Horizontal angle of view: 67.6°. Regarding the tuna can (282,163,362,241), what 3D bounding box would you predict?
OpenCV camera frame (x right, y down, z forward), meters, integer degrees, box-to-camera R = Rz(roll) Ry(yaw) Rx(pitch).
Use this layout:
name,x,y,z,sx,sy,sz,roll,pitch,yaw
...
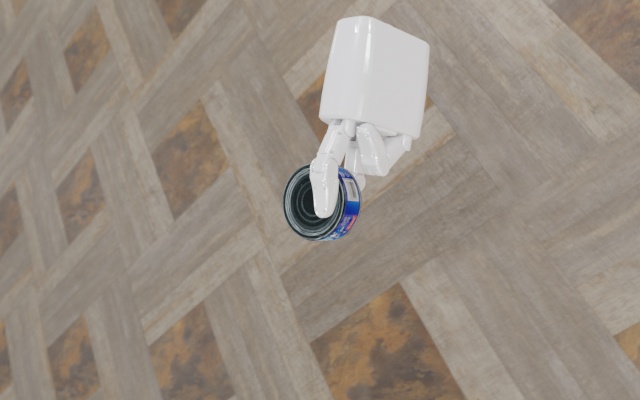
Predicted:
name,x,y,z,sx,sy,sz,roll,pitch,yaw
tuna can,0.000,0.002,0.521,0.086,0.086,0.034,0,-3,36
